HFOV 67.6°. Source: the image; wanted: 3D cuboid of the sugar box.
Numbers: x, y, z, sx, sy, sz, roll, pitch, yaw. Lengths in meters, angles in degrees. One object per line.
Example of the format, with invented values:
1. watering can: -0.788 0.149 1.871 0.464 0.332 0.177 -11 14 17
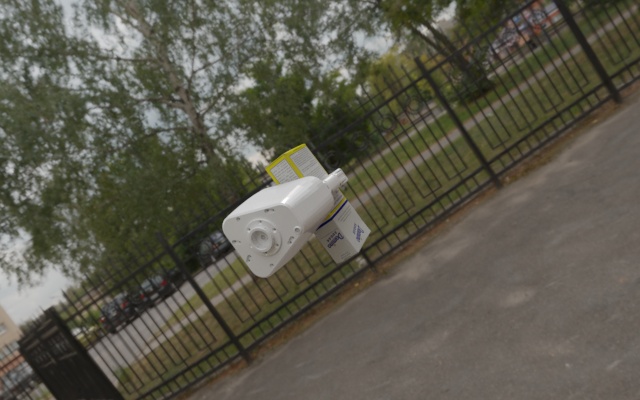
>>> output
1. sugar box: 0.000 0.003 0.714 0.048 0.176 0.093 -33 4 24
